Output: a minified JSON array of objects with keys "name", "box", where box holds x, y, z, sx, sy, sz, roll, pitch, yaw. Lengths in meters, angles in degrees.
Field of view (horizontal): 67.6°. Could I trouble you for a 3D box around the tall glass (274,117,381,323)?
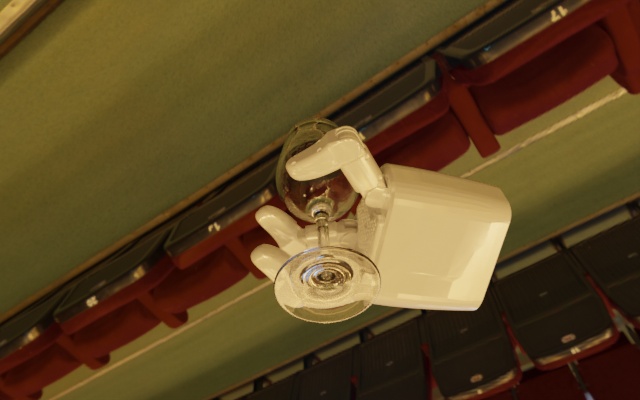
[{"name":"tall glass","box":[0.000,0.002,0.407,0.079,0.079,0.201,0,36,-4]}]
